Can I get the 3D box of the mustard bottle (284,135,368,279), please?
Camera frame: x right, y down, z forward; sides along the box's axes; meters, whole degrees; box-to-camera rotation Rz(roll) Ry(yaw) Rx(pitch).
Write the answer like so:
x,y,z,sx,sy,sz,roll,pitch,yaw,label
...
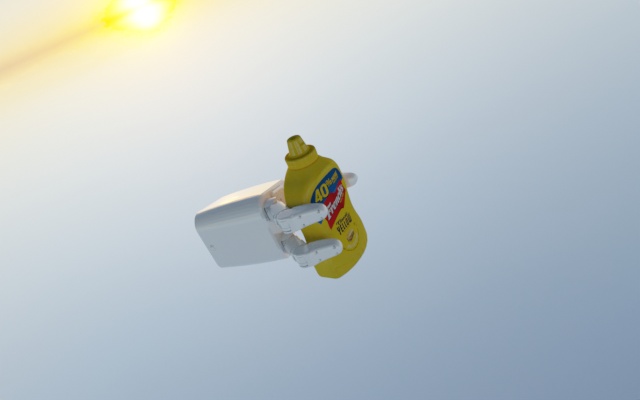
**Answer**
x,y,z,sx,sy,sz,roll,pitch,yaw,label
0.000,0.002,0.618,0.058,0.192,0.096,2,37,39,mustard bottle
